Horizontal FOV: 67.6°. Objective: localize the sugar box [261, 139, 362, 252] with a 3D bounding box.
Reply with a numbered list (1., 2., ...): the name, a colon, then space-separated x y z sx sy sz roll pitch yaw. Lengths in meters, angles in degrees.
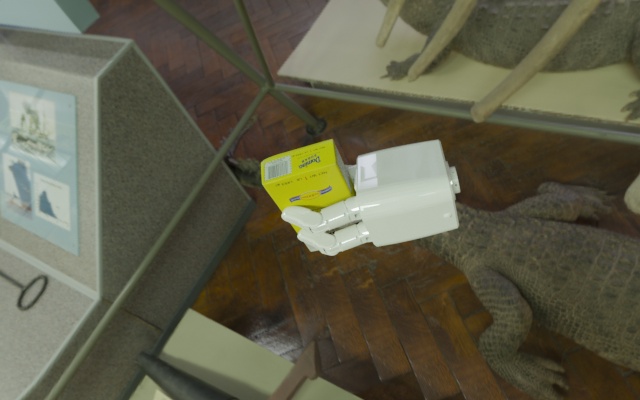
1. sugar box: 0.000 0.002 0.617 0.093 0.048 0.176 -15 -39 13
